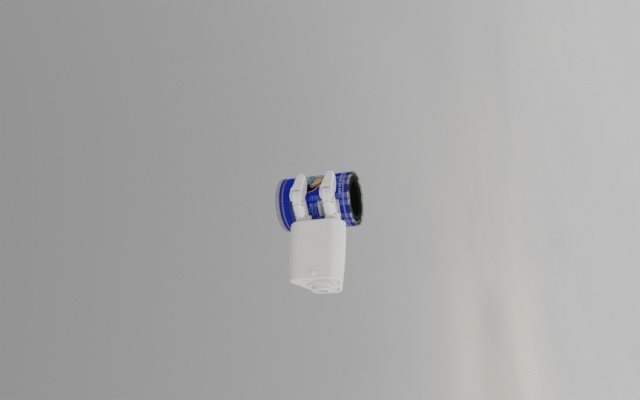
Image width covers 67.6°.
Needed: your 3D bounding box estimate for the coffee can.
[{"bbox_3d":[0.000,0.003,0.893,0.140,0.103,0.103,-6,-2,18],"label":"coffee can"}]
